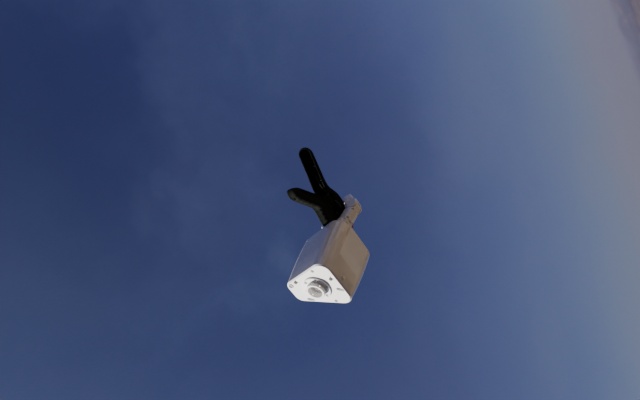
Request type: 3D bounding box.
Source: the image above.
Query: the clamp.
[{"bbox_3d":[0.000,0.003,0.831,0.039,0.171,0.120,-19,28,35],"label":"clamp"}]
